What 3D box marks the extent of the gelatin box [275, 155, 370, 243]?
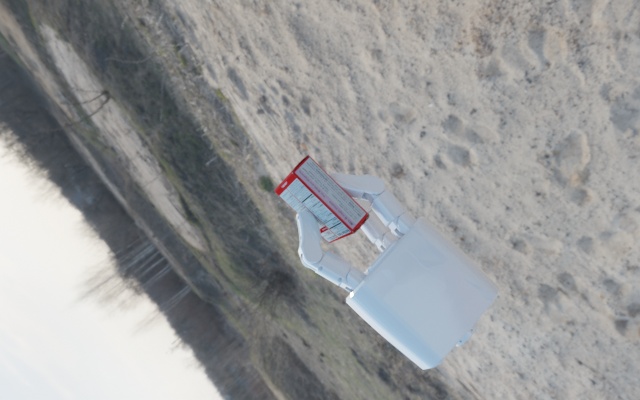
[{"bbox_3d":[0.000,0.002,0.502,0.089,0.030,0.073,44,-23,-4],"label":"gelatin box"}]
